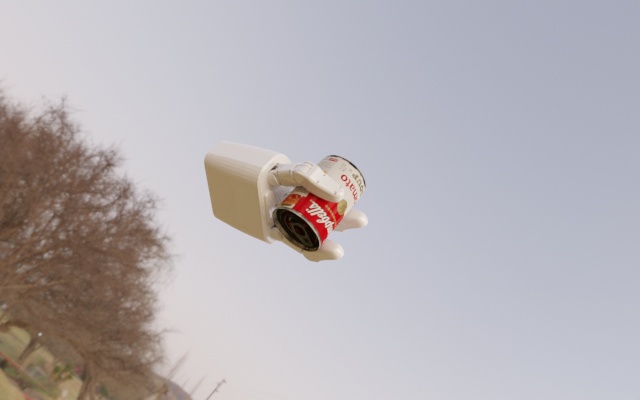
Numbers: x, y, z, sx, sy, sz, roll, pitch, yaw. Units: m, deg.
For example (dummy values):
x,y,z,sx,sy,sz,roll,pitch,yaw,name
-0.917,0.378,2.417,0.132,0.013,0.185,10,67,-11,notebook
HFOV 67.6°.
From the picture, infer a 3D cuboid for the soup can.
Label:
x,y,z,sx,sy,sz,roll,pitch,yaw,name
0.001,0.002,0.570,0.068,0.068,0.102,0,40,48,soup can
